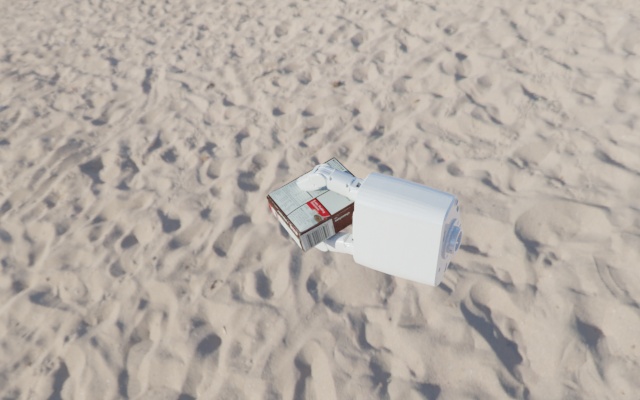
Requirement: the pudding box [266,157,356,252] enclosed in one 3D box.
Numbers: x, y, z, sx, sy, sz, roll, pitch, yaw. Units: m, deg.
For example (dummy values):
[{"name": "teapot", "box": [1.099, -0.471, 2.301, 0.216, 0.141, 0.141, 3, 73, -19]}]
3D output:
[{"name": "pudding box", "box": [0.000, 0.002, 0.621, 0.113, 0.039, 0.090, -29, 48, -17]}]
